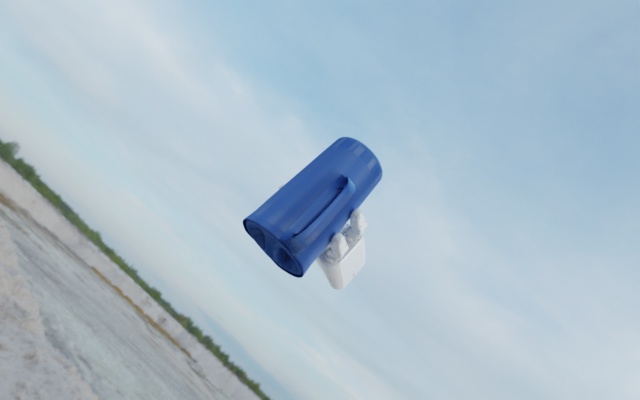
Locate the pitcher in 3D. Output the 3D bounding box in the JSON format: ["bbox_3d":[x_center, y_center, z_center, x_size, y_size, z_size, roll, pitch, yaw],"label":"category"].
[{"bbox_3d":[0.000,0.003,0.807,0.149,0.242,0.145,31,-25,30],"label":"pitcher"}]
